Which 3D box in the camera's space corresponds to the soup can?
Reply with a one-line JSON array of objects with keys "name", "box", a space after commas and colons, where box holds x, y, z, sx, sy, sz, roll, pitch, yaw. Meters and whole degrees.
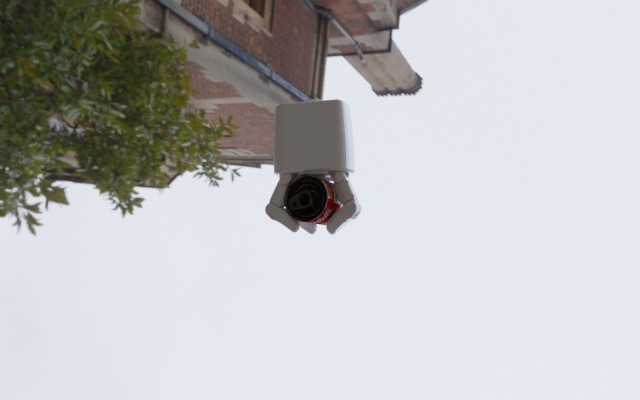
[{"name": "soup can", "box": [0.000, 0.003, 0.709, 0.068, 0.068, 0.102, 0, -7, 25]}]
